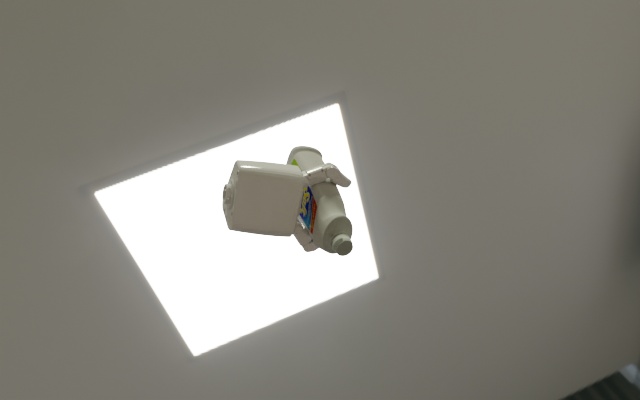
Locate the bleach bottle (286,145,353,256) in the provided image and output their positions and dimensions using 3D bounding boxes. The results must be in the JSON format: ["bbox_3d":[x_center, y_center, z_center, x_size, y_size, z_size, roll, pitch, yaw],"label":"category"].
[{"bbox_3d":[0.000,0.003,0.810,0.068,0.103,0.250,7,27,-24],"label":"bleach bottle"}]
